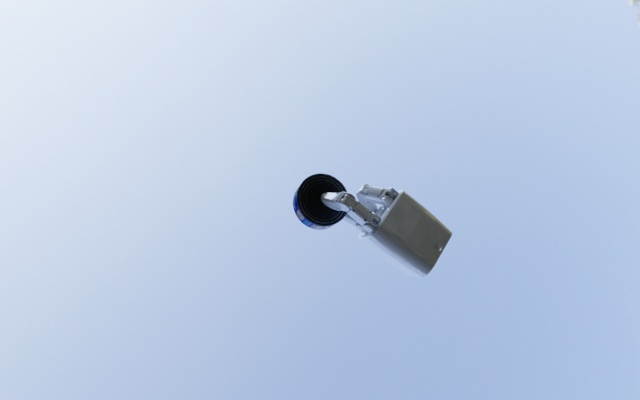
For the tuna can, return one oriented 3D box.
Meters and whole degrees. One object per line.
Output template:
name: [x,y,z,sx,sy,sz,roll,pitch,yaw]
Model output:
tuna can: [0.000,0.003,0.759,0.086,0.086,0.034,0,-15,-18]
